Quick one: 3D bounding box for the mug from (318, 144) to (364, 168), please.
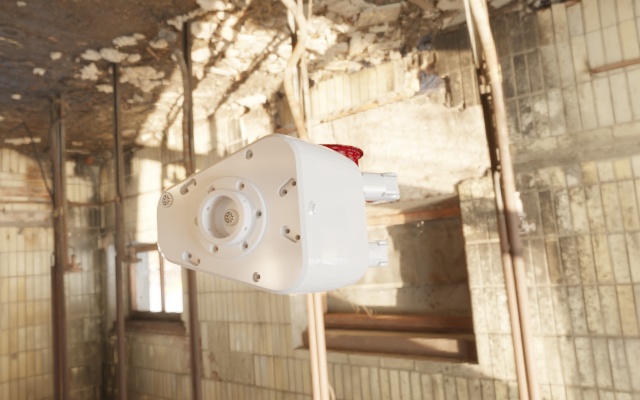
[{"bbox_3d":[0.001,0.002,0.435,0.093,0.081,0.117,-7,-8,23],"label":"mug"}]
